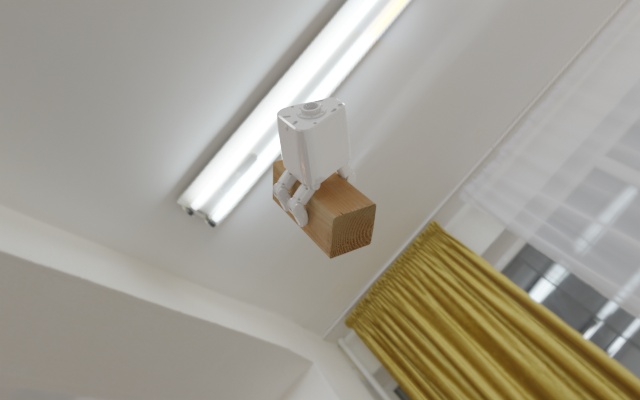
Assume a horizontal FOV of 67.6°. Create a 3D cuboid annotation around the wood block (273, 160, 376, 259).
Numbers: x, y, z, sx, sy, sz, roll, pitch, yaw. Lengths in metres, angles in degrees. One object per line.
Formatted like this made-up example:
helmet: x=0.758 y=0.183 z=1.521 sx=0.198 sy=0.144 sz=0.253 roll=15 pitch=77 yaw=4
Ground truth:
wood block: x=0.000 y=0.002 z=0.874 sx=0.091 sy=0.090 sz=0.206 roll=-17 pitch=39 yaw=-28
